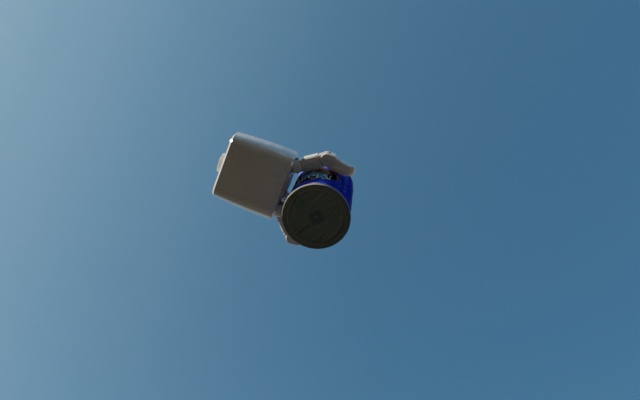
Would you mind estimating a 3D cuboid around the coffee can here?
[{"bbox_3d":[0.000,0.003,0.768,0.103,0.103,0.140,0,19,6],"label":"coffee can"}]
